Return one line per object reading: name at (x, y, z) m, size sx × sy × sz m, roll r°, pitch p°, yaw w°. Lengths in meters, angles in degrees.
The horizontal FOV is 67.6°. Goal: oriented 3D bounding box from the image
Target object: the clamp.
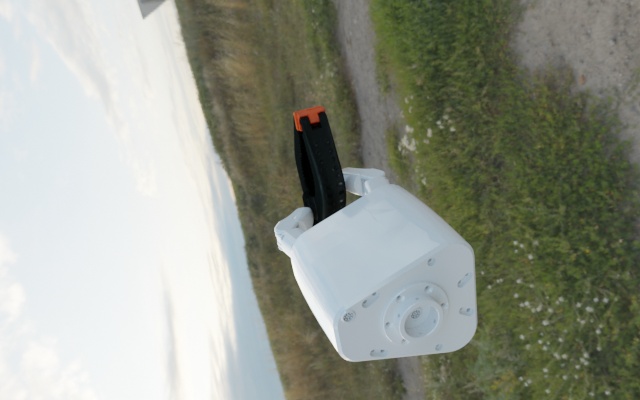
clamp at (-0.001, 0.001, 0.505) m, size 0.036 × 0.210 × 0.164 m, roll -17°, pitch 25°, yaw -14°
